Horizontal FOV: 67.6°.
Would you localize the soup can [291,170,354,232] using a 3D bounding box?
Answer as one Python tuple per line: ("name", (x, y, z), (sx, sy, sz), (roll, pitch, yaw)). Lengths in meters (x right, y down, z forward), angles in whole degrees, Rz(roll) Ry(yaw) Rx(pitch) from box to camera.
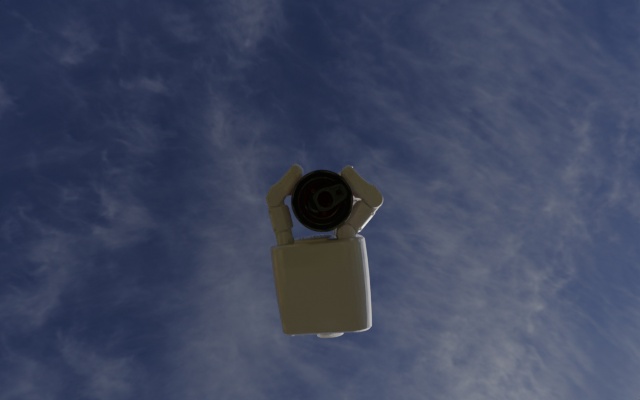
("soup can", (0.000, 0.001, 0.567), (0.068, 0.068, 0.102), (0, -2, -2))
